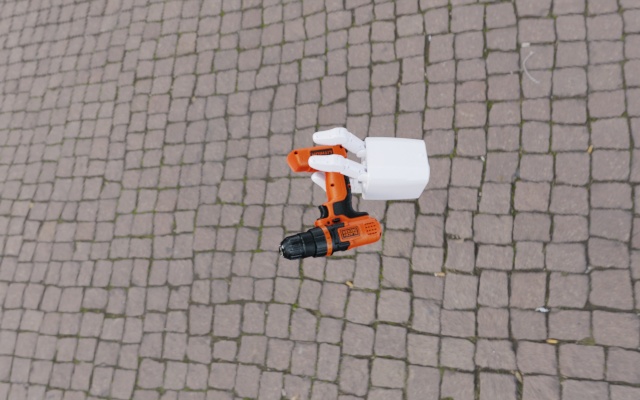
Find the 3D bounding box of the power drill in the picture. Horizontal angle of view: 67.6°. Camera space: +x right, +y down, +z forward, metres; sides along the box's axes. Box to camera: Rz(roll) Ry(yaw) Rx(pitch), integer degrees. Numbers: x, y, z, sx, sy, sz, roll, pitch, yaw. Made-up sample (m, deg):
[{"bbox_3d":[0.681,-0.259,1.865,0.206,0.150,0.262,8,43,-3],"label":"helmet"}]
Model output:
[{"bbox_3d":[0.000,0.002,0.823,0.184,0.187,0.057,-10,-12,-23],"label":"power drill"}]
